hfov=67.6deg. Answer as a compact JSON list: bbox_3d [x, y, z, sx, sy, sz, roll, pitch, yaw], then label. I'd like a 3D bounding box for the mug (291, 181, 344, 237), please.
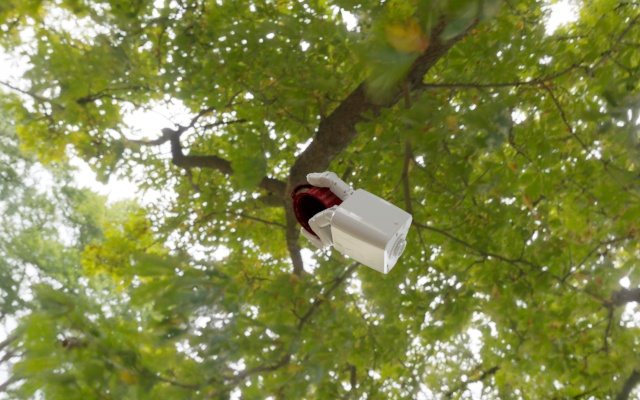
[{"bbox_3d":[-0.001,0.002,0.892,0.117,0.093,0.081,28,44,24],"label":"mug"}]
